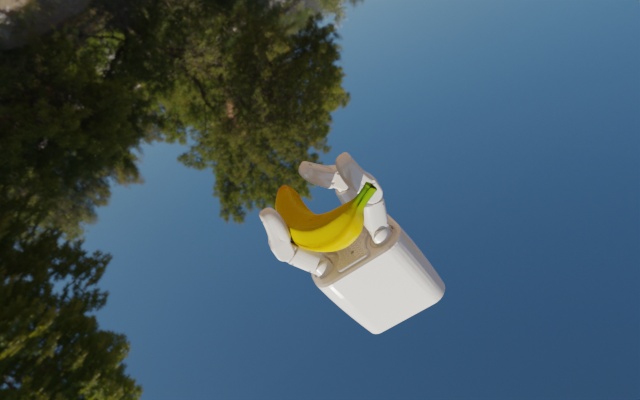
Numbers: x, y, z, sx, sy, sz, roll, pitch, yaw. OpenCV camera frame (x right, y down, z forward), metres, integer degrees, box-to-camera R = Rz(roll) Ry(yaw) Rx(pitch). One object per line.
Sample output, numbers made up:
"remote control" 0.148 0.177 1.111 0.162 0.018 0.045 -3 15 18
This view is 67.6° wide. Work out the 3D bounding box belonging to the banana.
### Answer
"banana" -0.007 0.018 0.500 0.037 0.069 0.198 34 -15 -26
